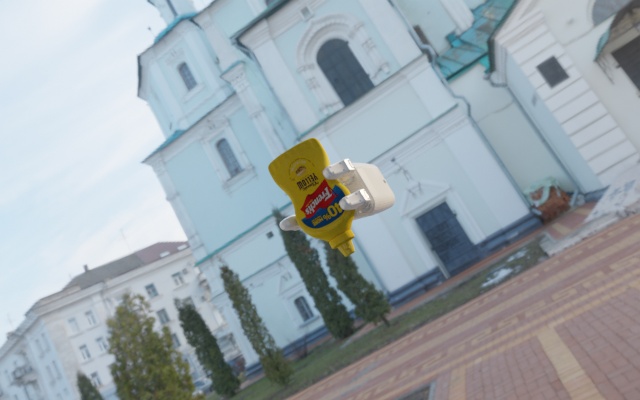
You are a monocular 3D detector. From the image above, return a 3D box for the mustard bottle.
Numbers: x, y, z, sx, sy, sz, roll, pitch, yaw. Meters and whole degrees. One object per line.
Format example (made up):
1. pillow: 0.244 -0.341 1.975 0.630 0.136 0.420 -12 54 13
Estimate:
1. mustard bottle: 0.000 0.002 0.761 0.096 0.191 0.058 -31 -11 4
